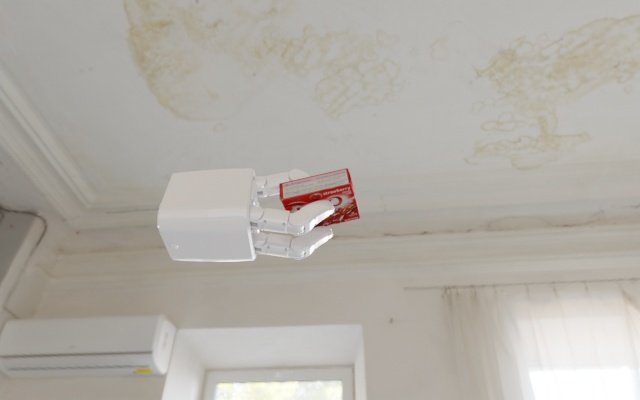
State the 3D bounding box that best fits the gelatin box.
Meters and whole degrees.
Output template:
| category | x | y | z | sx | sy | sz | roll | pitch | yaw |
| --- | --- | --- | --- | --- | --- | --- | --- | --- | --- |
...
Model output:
| category | x | y | z | sx | sy | sz | roll | pitch | yaw |
| --- | --- | --- | --- | --- | --- | --- | --- | --- | --- |
| gelatin box | 0.000 | 0.002 | 0.598 | 0.089 | 0.030 | 0.073 | -13 | -39 | 5 |
